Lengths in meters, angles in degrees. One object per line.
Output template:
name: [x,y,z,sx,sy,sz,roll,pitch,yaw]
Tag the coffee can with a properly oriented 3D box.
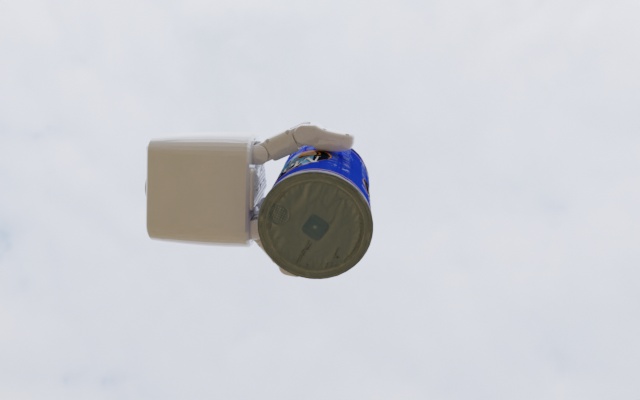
coffee can: [0.000,0.002,0.484,0.103,0.103,0.140,0,19,4]
